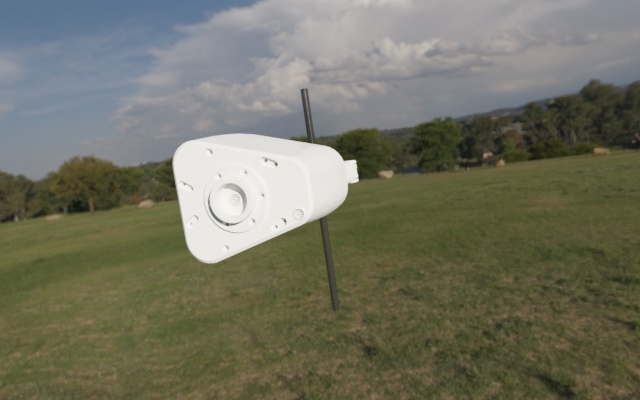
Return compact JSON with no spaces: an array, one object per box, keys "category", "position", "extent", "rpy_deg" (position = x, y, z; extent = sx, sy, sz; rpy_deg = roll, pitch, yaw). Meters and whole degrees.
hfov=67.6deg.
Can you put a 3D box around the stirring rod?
[{"category":"stirring rod","position":[0.000,0.002,0.513],"extent":[0.011,0.239,0.011],"rpy_deg":[-8,6,1]}]
